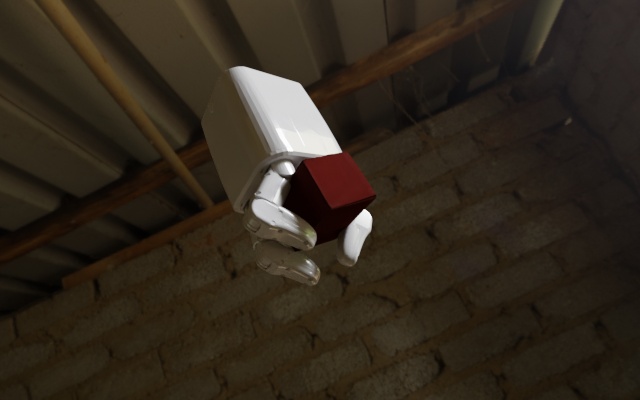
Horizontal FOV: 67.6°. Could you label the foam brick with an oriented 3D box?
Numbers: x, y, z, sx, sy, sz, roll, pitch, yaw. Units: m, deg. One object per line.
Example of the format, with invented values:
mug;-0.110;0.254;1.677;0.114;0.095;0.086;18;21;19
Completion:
foam brick;0.000;0.001;0.422;0.053;0.051;0.078;-14;-24;-37
